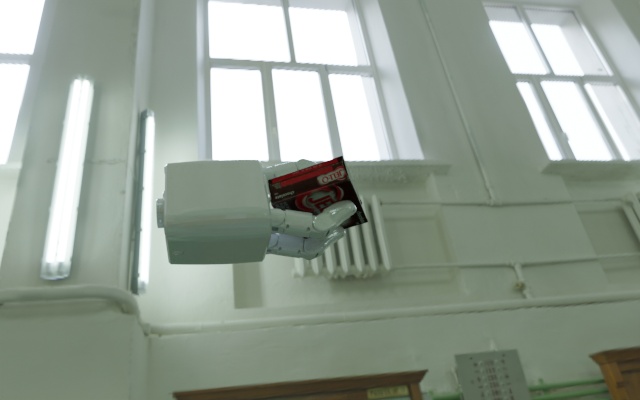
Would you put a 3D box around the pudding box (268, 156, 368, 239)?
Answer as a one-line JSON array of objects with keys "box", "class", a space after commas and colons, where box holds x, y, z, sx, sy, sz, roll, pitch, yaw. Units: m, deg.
[{"box": [0.000, 0.002, 0.560, 0.090, 0.039, 0.113, -17, -28, 9], "class": "pudding box"}]
